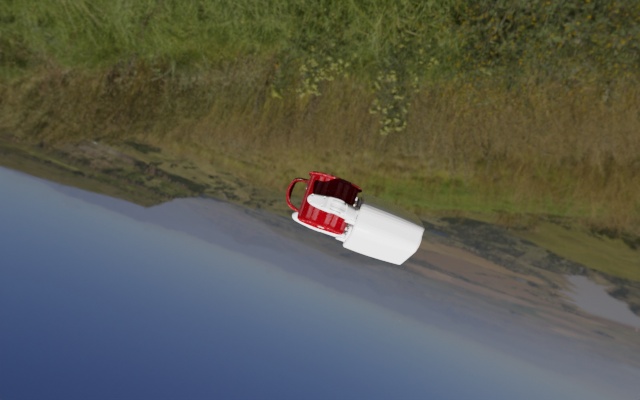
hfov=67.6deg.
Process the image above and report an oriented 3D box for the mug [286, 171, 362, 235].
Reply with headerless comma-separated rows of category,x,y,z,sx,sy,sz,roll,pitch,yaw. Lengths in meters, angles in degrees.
mug,-0.001,0.002,0.782,0.117,0.081,0.093,19,-7,1
